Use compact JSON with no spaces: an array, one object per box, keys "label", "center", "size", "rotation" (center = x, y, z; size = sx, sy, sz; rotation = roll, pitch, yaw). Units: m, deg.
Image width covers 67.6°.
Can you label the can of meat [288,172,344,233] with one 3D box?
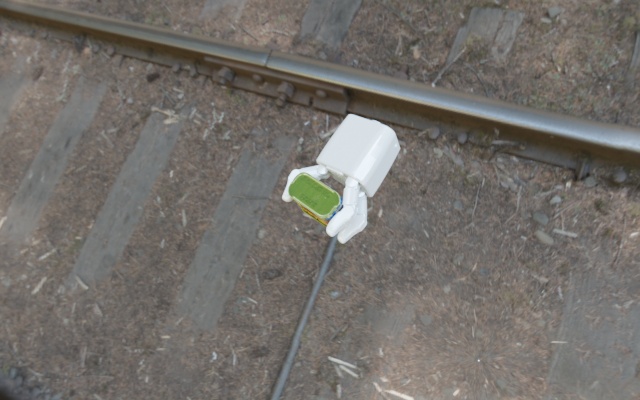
[{"label":"can of meat","center":[0.000,0.003,0.828],"size":[0.102,0.057,0.084],"rotation":[34,-6,25]}]
